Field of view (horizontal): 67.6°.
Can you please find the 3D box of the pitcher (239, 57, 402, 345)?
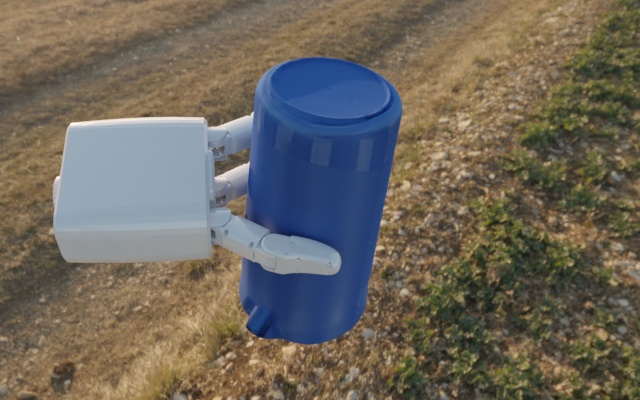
[{"bbox_3d":[0.000,0.001,0.428,0.145,0.243,0.149,-1,43,-11],"label":"pitcher"}]
